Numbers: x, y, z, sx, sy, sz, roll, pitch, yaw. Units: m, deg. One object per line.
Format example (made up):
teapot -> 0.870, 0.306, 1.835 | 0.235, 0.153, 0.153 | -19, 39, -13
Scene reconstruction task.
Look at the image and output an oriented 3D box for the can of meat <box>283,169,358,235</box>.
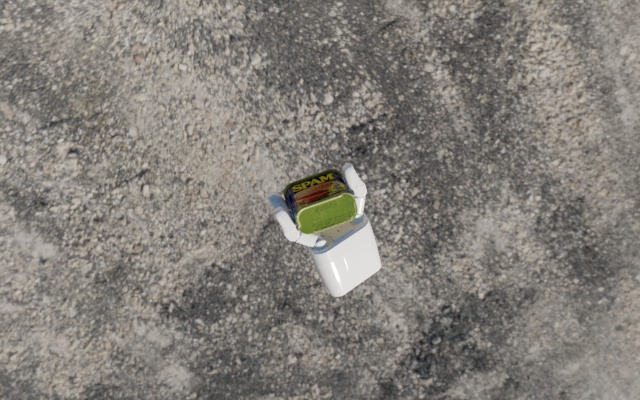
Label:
can of meat -> 0.000, 0.003, 0.750 | 0.102, 0.057, 0.084 | -20, 31, -5
